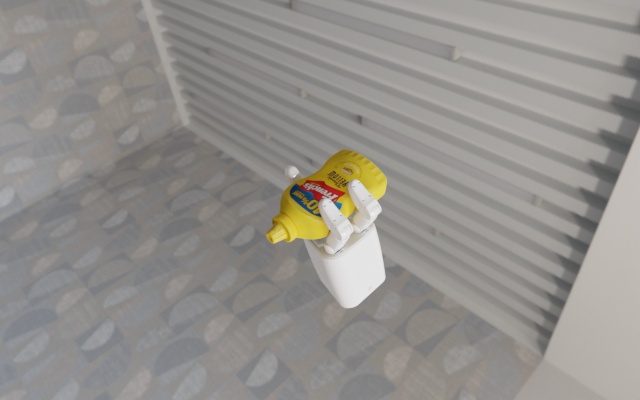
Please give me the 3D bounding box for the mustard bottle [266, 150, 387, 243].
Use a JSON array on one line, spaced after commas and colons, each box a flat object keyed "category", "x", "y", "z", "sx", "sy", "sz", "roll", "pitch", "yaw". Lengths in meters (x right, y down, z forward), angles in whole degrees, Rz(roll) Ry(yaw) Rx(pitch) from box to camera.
[{"category": "mustard bottle", "x": 0.000, "y": 0.002, "z": 0.688, "sx": 0.191, "sy": 0.058, "sz": 0.096, "roll": -36, "pitch": 60, "yaw": -28}]
